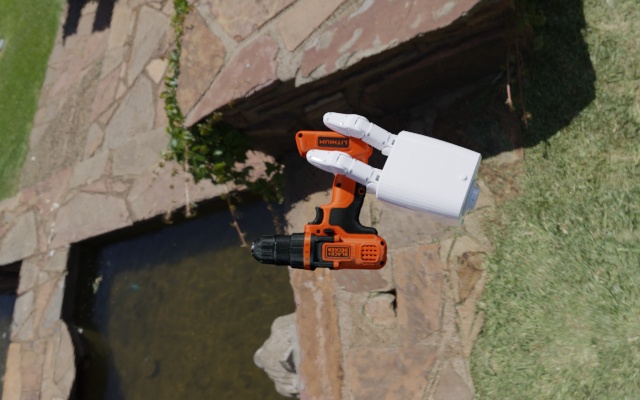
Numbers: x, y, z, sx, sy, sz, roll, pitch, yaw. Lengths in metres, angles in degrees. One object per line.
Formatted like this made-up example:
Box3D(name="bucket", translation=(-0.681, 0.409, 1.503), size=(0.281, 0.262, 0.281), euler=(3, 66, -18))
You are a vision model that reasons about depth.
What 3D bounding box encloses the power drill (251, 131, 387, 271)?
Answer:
Box3D(name="power drill", translation=(0.000, 0.002, 0.654), size=(0.184, 0.187, 0.057), euler=(2, -3, 2))
